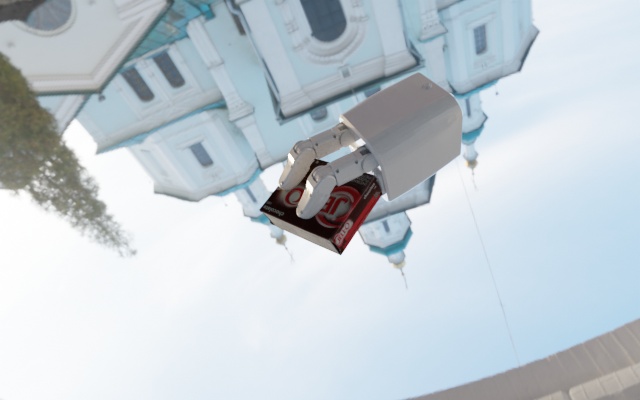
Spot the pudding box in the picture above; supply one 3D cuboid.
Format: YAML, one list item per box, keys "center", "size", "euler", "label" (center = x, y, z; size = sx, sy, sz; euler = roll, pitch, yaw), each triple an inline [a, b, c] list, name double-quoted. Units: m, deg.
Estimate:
- center: [0.000, 0.002, 0.544]
  size: [0.113, 0.090, 0.039]
  euler: [18, -27, 39]
  label: "pudding box"
